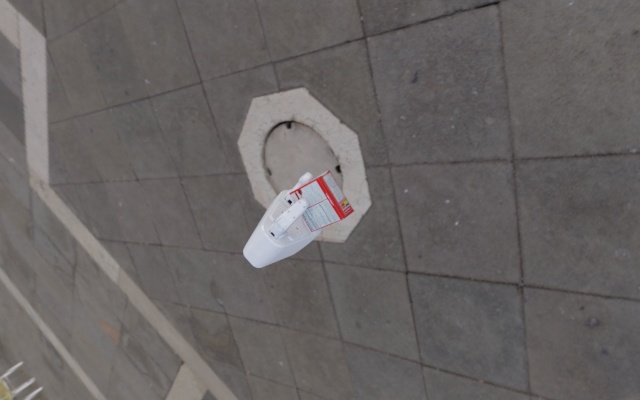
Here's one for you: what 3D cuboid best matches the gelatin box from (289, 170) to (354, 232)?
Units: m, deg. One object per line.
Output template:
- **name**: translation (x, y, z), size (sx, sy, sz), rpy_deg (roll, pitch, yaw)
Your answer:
- **gelatin box**: translation (0.000, 0.003, 0.735), size (0.030, 0.073, 0.089), rpy_deg (-35, 6, -38)
